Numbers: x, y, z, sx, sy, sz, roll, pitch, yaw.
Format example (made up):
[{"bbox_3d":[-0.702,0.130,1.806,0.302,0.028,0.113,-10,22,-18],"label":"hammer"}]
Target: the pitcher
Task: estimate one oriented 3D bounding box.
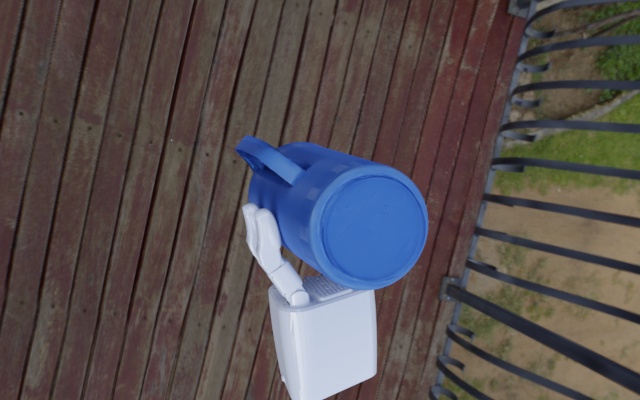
[{"bbox_3d":[0.000,0.002,0.498,0.149,0.145,0.243,-6,9,-17],"label":"pitcher"}]
